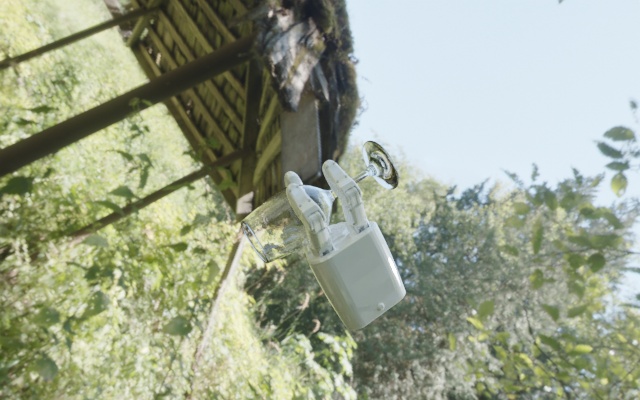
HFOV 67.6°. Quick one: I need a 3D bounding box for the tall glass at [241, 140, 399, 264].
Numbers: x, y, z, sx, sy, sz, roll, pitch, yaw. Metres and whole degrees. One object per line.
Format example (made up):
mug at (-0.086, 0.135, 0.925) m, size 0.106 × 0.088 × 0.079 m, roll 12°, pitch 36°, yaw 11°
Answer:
tall glass at (0.001, 0.002, 0.610) m, size 0.201 × 0.079 × 0.079 m, roll -31°, pitch 10°, yaw -18°
